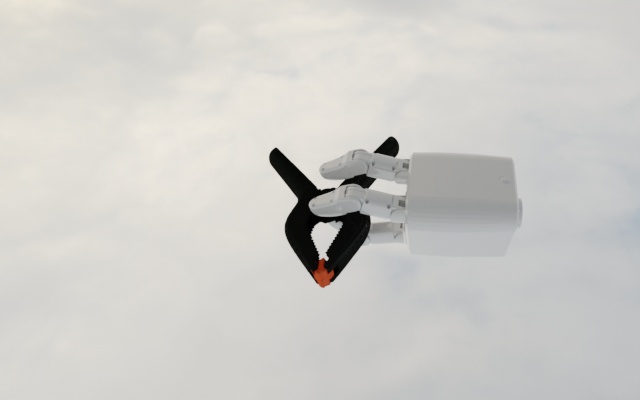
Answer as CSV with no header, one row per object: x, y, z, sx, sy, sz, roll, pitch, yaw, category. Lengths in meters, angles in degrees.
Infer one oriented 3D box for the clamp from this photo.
0.000,0.003,0.546,0.164,0.209,0.036,0,-42,16,clamp
